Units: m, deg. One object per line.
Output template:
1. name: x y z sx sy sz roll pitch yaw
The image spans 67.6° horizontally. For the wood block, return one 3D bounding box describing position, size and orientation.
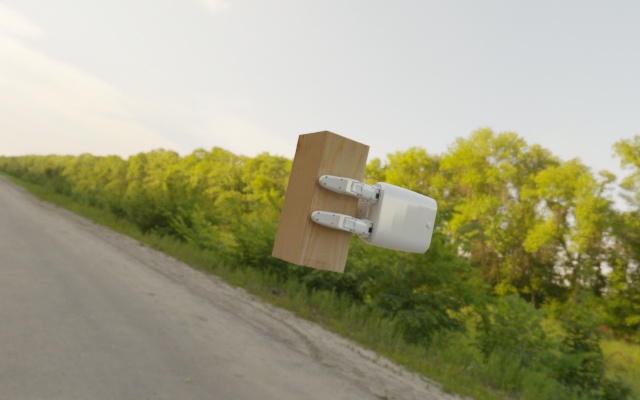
1. wood block: 0.000 0.002 0.768 0.090 0.206 0.091 15 -5 -30
